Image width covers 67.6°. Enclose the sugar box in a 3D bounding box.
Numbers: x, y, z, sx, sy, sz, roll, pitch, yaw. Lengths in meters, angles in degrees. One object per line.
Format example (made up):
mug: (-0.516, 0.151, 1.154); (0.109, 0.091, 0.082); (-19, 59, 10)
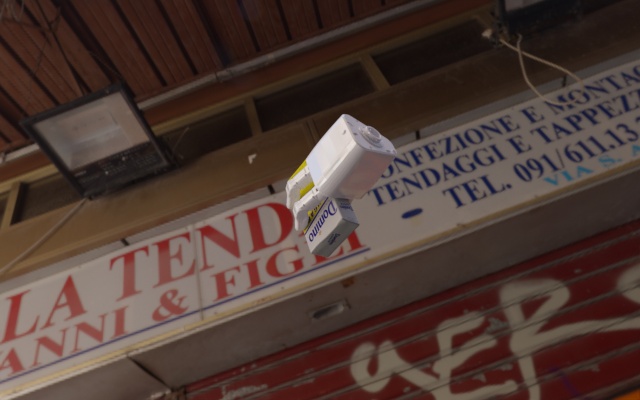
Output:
sugar box: (0.000, 0.002, 0.845); (0.048, 0.176, 0.093); (19, -55, -34)
